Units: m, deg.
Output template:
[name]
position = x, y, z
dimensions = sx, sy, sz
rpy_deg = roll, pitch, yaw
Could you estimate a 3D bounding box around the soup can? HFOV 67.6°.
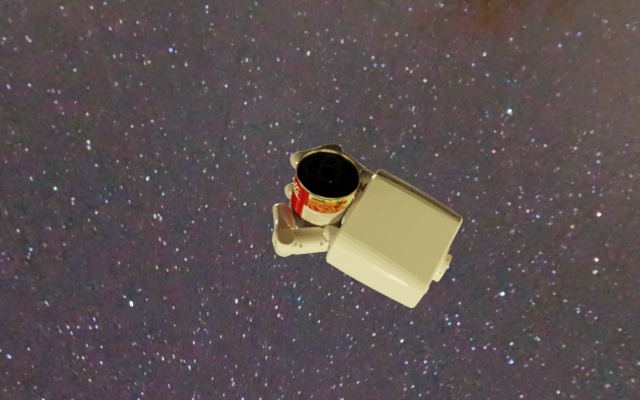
[soup can]
position = 0.000, 0.002, 0.528
dimensions = 0.068, 0.068, 0.102
rpy_deg = 0, -37, -12
